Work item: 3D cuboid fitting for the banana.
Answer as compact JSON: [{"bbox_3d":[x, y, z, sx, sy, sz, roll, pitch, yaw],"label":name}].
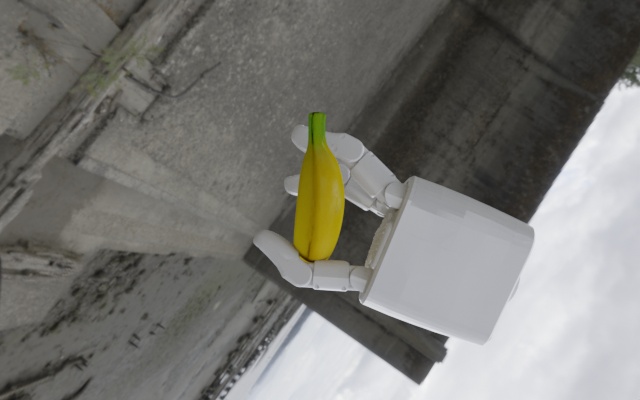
[{"bbox_3d":[-0.002,0.016,0.399,0.037,0.069,0.198,9,-30,-1],"label":"banana"}]
